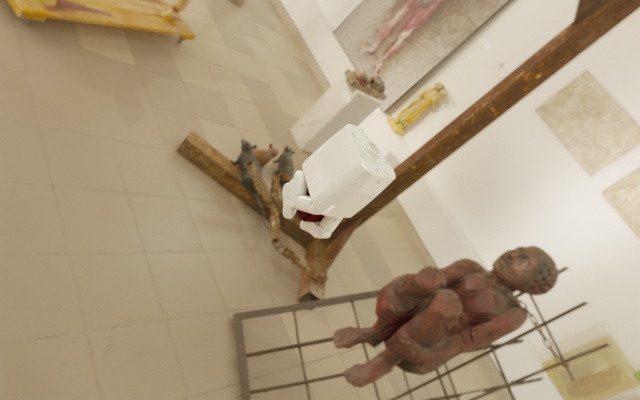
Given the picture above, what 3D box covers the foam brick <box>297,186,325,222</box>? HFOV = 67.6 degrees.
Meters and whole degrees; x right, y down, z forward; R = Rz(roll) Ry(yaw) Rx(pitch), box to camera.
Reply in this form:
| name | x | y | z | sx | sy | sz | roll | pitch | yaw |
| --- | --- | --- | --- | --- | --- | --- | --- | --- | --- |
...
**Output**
| name | x | y | z | sx | sy | sz | roll | pitch | yaw |
| --- | --- | --- | --- | --- | --- | --- | --- | --- | --- |
| foam brick | 0.000 | 0.003 | 0.812 | 0.051 | 0.053 | 0.078 | -41 | -26 | 28 |
